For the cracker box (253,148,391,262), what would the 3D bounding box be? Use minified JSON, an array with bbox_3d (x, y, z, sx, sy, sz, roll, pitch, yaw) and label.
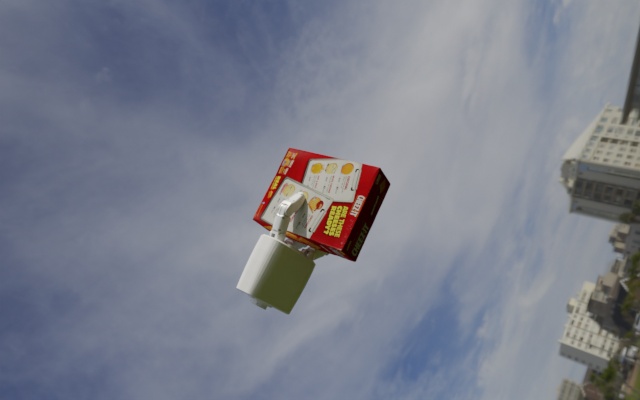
[{"bbox_3d":[0.000,0.003,0.890,0.213,0.164,0.072,16,-16,35],"label":"cracker box"}]
